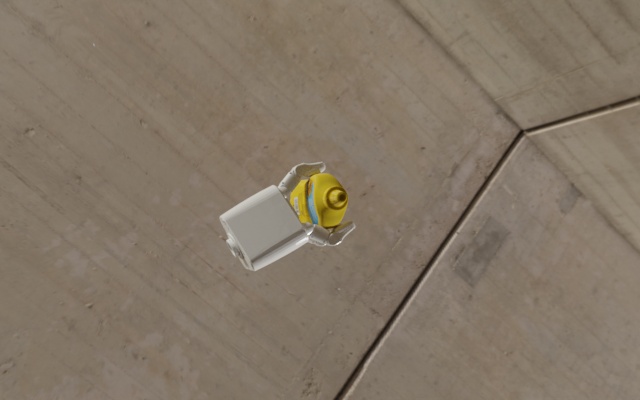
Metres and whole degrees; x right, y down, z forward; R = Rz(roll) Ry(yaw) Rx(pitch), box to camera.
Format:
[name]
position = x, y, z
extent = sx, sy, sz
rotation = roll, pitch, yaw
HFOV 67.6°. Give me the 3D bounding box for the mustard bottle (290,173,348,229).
[mustard bottle]
position = 0.000, 0.003, 0.834
extent = 0.058, 0.096, 0.191
rotation = -5, -3, -20
